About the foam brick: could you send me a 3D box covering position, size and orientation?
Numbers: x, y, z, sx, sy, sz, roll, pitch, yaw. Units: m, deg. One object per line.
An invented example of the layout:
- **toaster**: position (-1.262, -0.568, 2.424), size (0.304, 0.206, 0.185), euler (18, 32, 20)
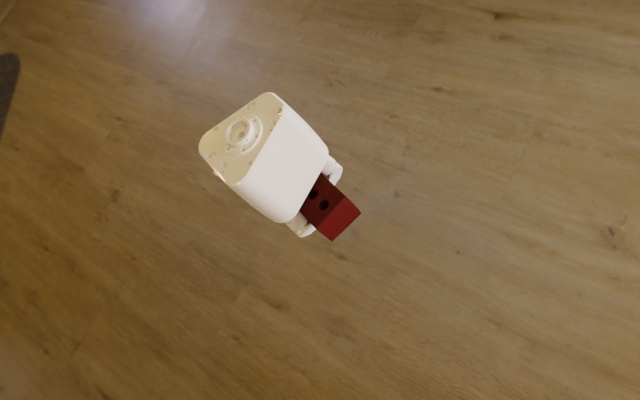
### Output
- **foam brick**: position (0.000, 0.002, 0.590), size (0.078, 0.053, 0.051), euler (44, 0, 34)
